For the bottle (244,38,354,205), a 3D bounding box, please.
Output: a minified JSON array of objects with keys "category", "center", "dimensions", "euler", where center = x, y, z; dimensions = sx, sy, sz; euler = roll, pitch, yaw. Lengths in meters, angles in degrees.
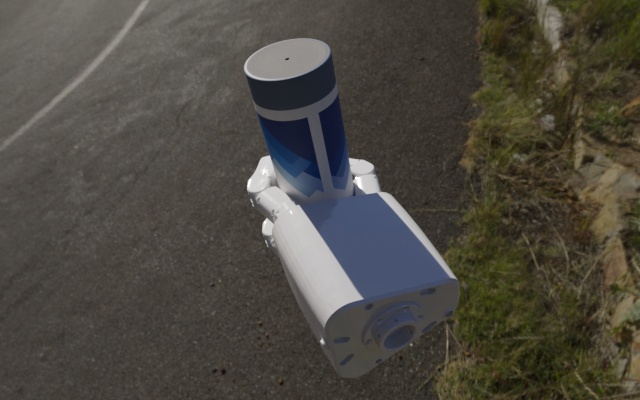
[{"category":"bottle","center":[0.000,0.001,0.452],"dimensions":[0.069,0.296,0.069],"euler":[-7,42,7]}]
